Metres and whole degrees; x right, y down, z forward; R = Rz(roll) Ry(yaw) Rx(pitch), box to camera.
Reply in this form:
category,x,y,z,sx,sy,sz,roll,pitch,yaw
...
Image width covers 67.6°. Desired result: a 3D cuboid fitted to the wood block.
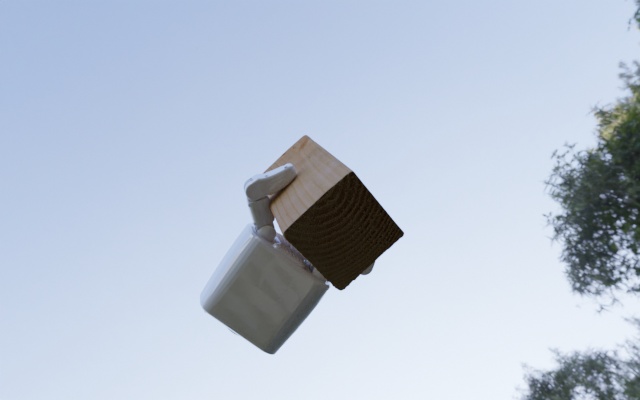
category,x,y,z,sx,sy,sz,roll,pitch,yaw
wood block,0.000,0.002,0.547,0.090,0.091,0.206,-42,22,1
